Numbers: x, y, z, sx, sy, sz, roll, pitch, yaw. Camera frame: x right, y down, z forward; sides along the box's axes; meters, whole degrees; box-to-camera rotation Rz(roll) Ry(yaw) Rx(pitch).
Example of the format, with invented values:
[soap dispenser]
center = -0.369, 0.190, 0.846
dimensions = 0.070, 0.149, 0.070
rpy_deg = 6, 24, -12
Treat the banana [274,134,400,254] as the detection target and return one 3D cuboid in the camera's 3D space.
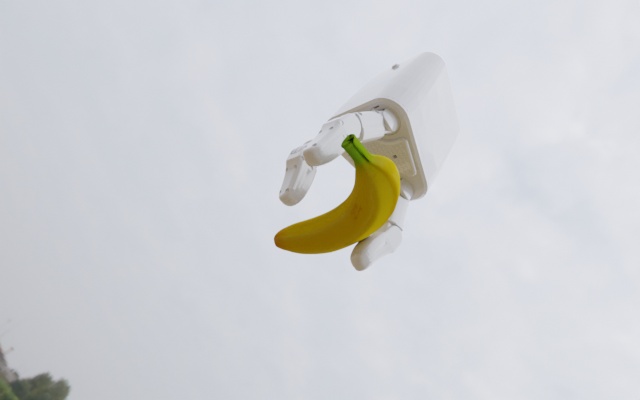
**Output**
[banana]
center = 0.017, 0.010, 0.413
dimensions = 0.069, 0.037, 0.198
rpy_deg = 33, -35, -3
